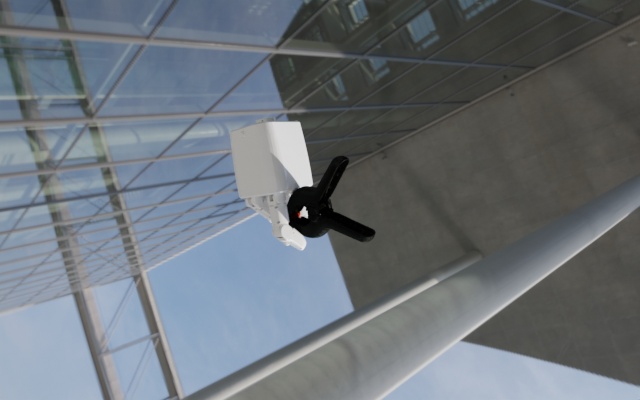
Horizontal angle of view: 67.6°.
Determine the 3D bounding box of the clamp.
[{"bbox_3d":[0.000,0.002,0.687,0.171,0.120,0.039,-6,6,45],"label":"clamp"}]
